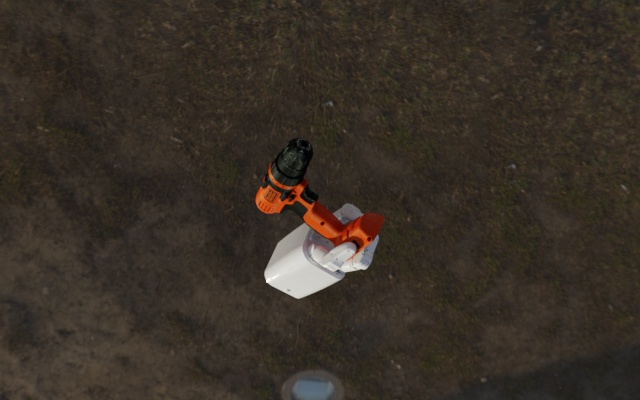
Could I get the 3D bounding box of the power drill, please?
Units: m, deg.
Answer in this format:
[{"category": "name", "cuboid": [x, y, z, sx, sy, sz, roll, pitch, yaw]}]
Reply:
[{"category": "power drill", "cuboid": [0.000, 0.003, 0.721, 0.187, 0.057, 0.184, 36, -33, -3]}]
